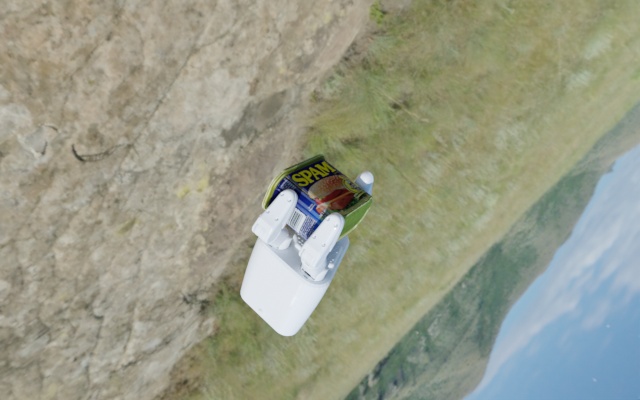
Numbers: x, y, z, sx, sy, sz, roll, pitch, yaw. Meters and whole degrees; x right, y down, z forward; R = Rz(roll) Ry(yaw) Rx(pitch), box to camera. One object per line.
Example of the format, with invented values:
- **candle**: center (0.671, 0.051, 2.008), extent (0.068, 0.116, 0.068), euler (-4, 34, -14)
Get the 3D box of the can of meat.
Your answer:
- **can of meat**: center (0.000, 0.002, 0.537), extent (0.084, 0.057, 0.102), euler (39, 36, 17)
